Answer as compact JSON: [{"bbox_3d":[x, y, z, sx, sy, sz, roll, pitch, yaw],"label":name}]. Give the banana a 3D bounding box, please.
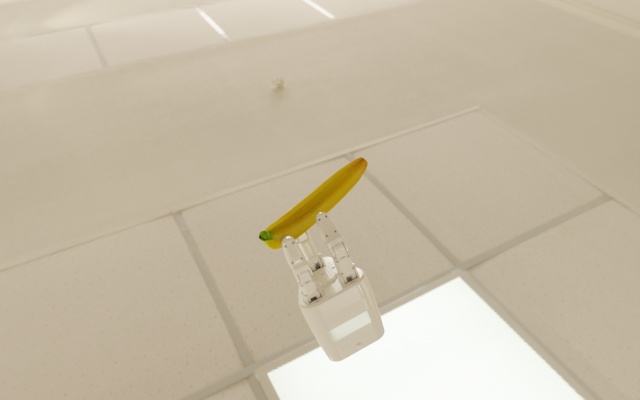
[{"bbox_3d":[-0.010,0.010,0.638,0.197,0.037,0.070,-40,1,-31],"label":"banana"}]
